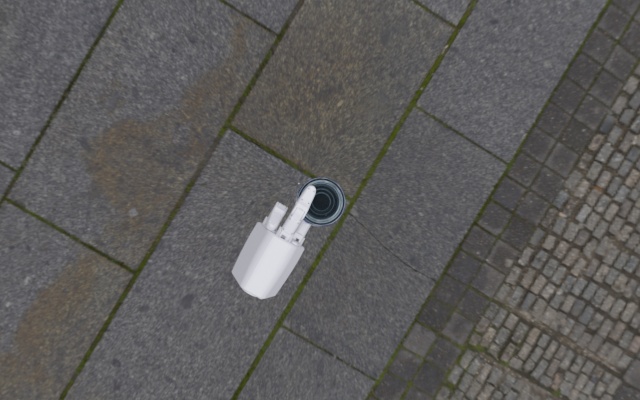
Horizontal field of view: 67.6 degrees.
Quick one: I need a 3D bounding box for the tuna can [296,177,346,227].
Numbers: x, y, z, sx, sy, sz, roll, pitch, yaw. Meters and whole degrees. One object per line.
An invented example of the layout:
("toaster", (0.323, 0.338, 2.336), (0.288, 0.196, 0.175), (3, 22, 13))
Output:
("tuna can", (0.000, 0.003, 0.827), (0.086, 0.086, 0.034), (0, -3, -5))
